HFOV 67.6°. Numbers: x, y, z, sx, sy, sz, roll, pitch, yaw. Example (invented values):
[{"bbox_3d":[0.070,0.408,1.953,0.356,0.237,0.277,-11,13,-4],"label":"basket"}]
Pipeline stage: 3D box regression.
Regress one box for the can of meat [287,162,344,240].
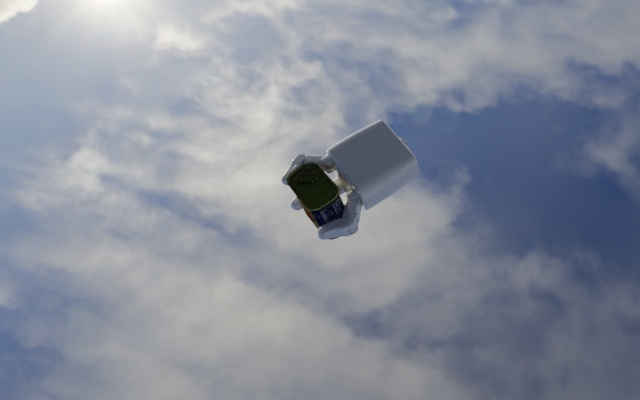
[{"bbox_3d":[0.000,0.003,0.752,0.057,0.084,0.102,-34,45,-6],"label":"can of meat"}]
